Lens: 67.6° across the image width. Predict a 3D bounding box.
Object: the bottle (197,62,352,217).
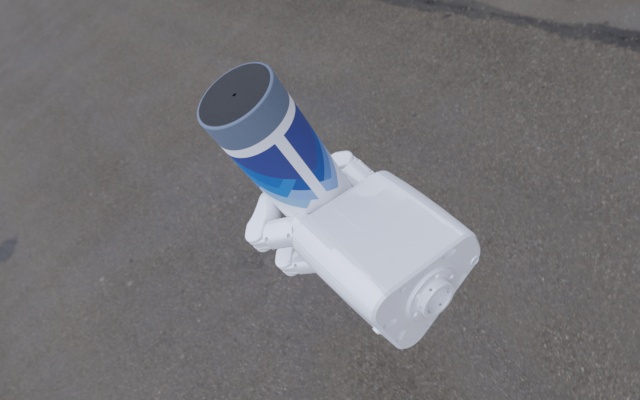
[{"bbox_3d":[0.000,0.001,0.455,0.069,0.069,0.296,0,-33,31],"label":"bottle"}]
